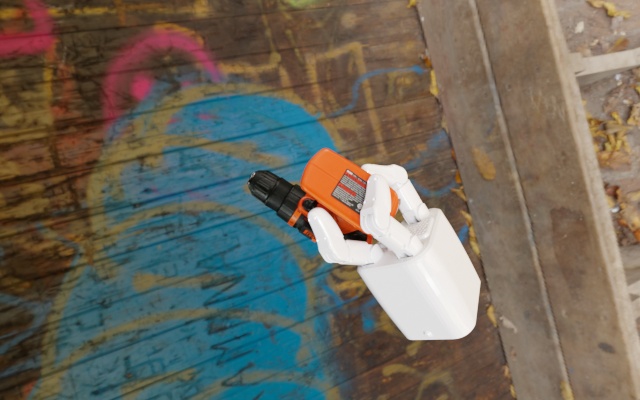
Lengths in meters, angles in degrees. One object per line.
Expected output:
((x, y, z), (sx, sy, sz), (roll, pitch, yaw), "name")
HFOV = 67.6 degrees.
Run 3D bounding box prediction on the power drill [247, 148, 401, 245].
((0.000, 0.002, 0.567), (0.184, 0.057, 0.188), (31, -16, -4), "power drill")
